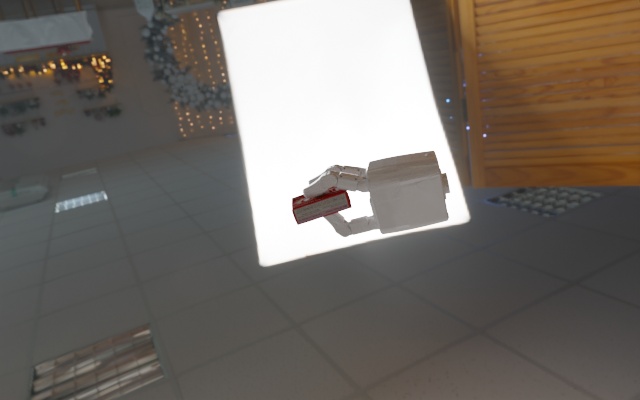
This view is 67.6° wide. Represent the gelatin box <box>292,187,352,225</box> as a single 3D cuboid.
[{"bbox_3d":[0.000,0.003,0.740,0.089,0.030,0.073,-19,15,1],"label":"gelatin box"}]
